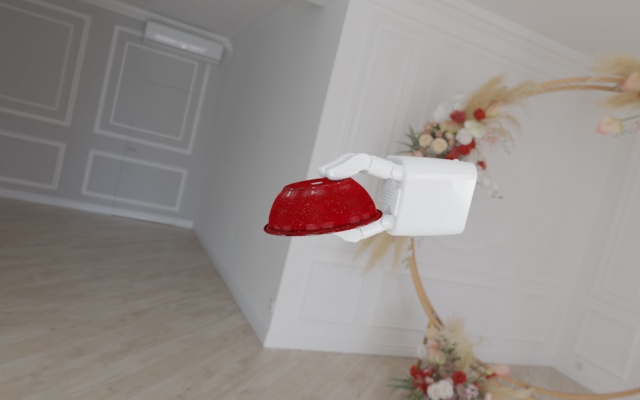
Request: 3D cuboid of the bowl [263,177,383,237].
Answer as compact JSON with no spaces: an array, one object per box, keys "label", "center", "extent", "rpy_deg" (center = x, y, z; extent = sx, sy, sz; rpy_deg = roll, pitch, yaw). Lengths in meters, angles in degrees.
[{"label":"bowl","center":[-0.001,0.002,0.636],"extent":[0.162,0.055,0.162],"rpy_deg":[-8,9,1]}]
